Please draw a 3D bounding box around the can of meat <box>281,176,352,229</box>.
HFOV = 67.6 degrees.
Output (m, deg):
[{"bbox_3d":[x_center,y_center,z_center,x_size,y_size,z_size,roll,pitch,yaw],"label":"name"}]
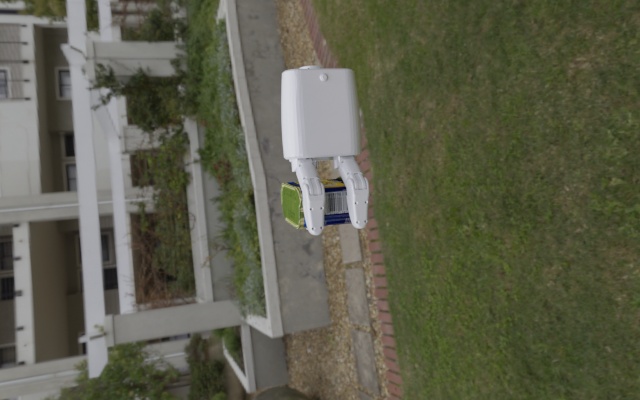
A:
[{"bbox_3d":[0.000,0.002,0.617,0.084,0.057,0.102,-5,8,-17],"label":"can of meat"}]
